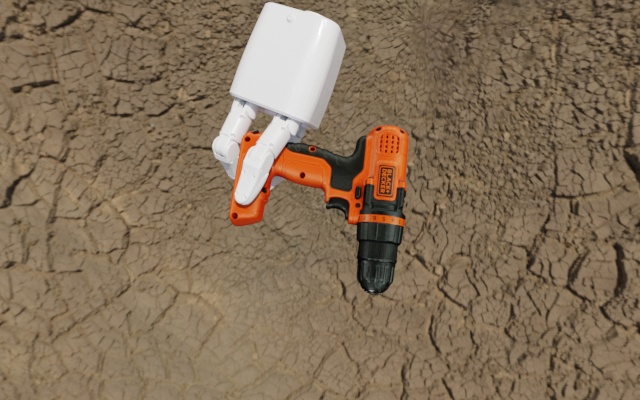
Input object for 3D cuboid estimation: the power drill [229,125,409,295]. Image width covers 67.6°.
[{"bbox_3d":[0.000,0.001,0.524,0.187,0.184,0.057,7,-10,1],"label":"power drill"}]
